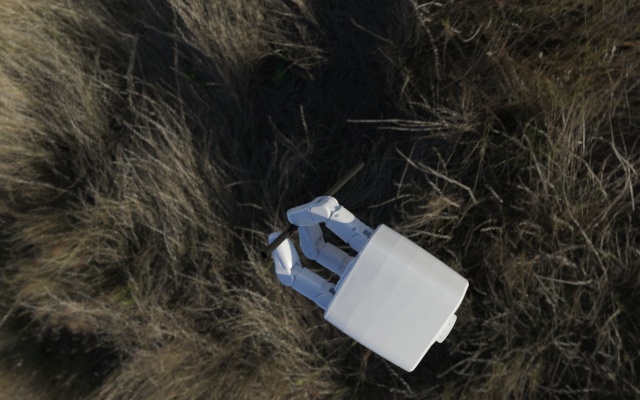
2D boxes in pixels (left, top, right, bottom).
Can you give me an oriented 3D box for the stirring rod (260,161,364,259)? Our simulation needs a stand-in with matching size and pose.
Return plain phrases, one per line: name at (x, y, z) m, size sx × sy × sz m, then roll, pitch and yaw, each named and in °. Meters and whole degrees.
stirring rod at (0.000, 0.002, 0.564) m, size 0.011 × 0.011 × 0.239 m, roll 0°, pitch 26°, yaw 31°
